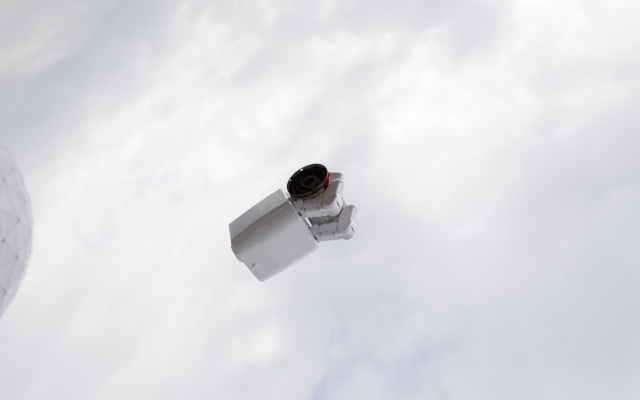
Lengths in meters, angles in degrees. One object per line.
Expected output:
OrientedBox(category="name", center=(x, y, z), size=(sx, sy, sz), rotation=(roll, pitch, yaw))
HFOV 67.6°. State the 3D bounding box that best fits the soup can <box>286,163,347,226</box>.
OrientedBox(category="soup can", center=(0.001, 0.002, 0.738), size=(0.068, 0.068, 0.102), rotation=(0, -43, 34))
